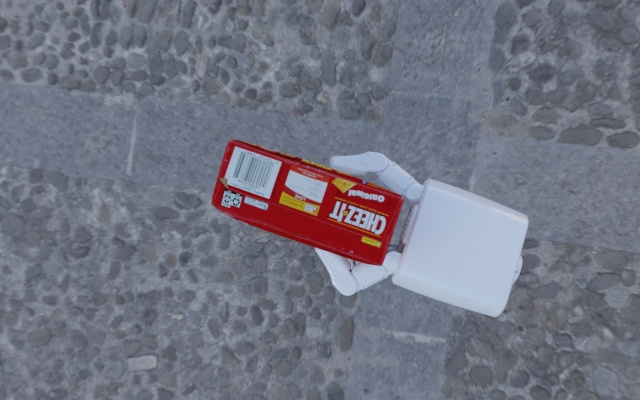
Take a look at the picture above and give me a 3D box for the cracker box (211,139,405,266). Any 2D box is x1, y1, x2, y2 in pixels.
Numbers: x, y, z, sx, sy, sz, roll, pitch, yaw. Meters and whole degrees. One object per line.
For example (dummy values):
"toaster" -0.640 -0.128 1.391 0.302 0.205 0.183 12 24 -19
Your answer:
"cracker box" 0.000 0.002 0.512 0.164 0.072 0.213 19 2 7
